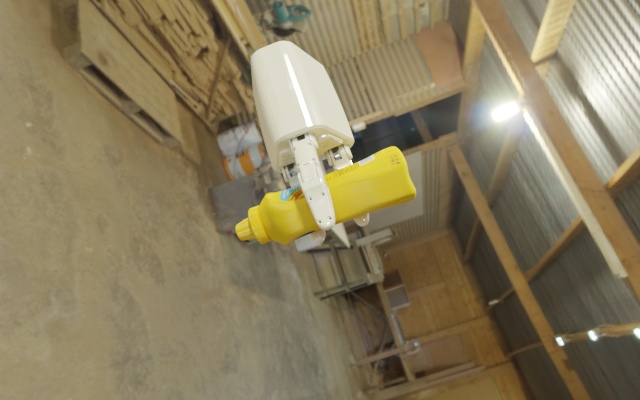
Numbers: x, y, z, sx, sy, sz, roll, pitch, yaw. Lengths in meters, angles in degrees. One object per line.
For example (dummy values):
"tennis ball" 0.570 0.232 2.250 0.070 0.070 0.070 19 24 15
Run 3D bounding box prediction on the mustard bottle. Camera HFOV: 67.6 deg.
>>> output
"mustard bottle" 0.000 0.002 0.506 0.191 0.058 0.096 -20 12 6
